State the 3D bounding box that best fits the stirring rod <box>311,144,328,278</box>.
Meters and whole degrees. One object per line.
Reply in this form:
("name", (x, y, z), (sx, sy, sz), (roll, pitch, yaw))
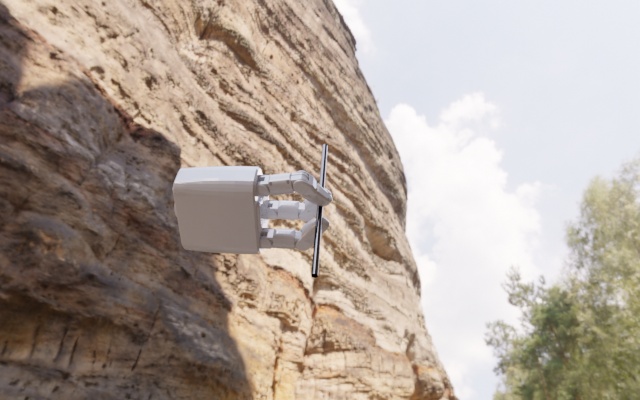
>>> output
("stirring rod", (0.000, 0.002, 0.627), (0.011, 0.011, 0.239), (0, 44, 4))
